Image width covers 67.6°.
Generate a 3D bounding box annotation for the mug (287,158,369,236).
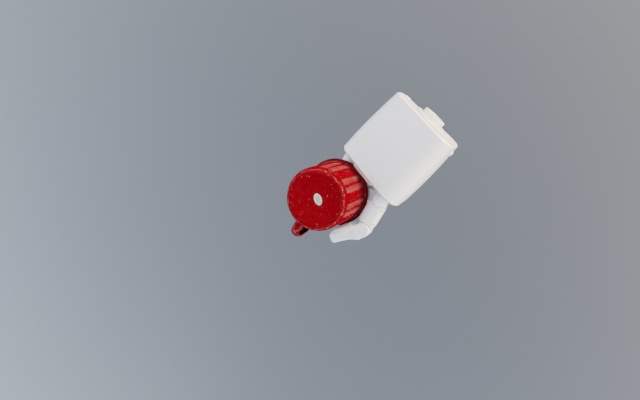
[{"bbox_3d":[-0.001,0.003,0.630,0.093,0.117,0.081,45,20,10],"label":"mug"}]
